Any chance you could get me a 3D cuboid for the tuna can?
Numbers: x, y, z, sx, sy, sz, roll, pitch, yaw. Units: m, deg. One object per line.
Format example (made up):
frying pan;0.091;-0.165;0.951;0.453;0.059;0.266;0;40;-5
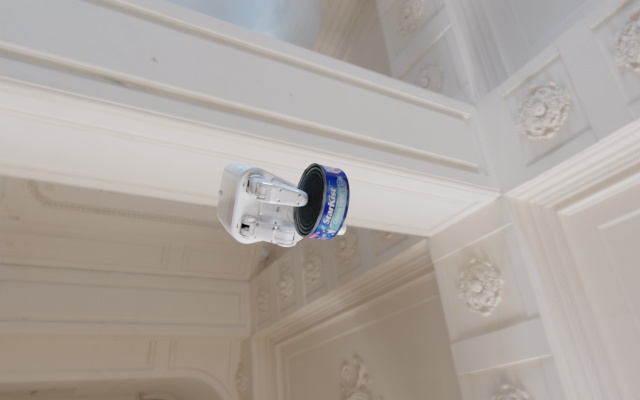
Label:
tuna can;0.001;0.002;0.551;0.034;0.086;0.086;10;-4;-24
